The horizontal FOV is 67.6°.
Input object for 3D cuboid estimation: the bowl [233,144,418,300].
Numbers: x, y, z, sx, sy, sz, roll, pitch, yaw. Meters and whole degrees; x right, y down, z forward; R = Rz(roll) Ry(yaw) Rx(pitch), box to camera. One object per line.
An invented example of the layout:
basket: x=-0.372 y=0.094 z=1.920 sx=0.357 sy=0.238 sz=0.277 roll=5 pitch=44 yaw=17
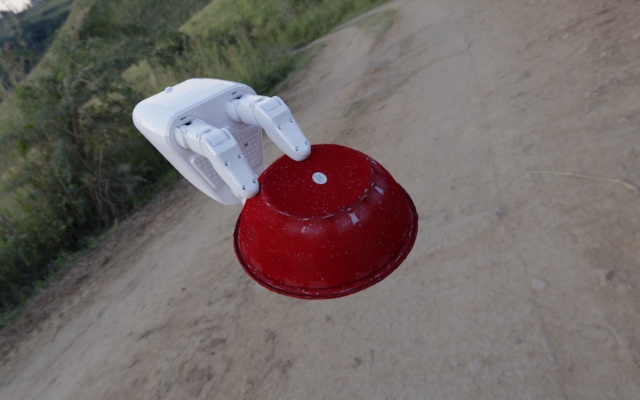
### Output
bowl: x=0.001 y=0.001 z=0.399 sx=0.162 sy=0.055 sz=0.162 roll=-5 pitch=43 yaw=5
